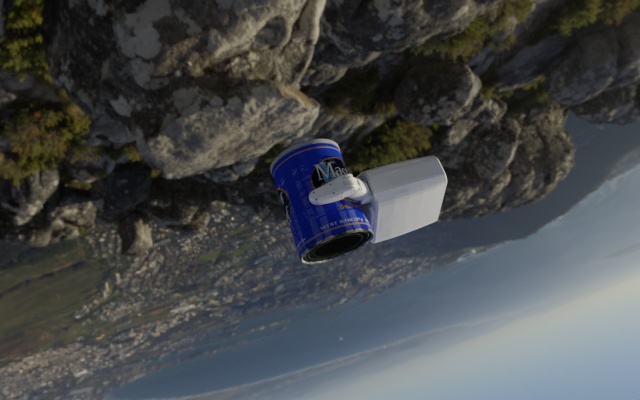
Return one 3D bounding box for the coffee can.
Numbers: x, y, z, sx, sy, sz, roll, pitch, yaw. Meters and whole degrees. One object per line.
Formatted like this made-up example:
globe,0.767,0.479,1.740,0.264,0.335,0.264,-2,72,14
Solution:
coffee can,0.000,0.002,0.651,0.103,0.140,0.103,-17,-22,-7
